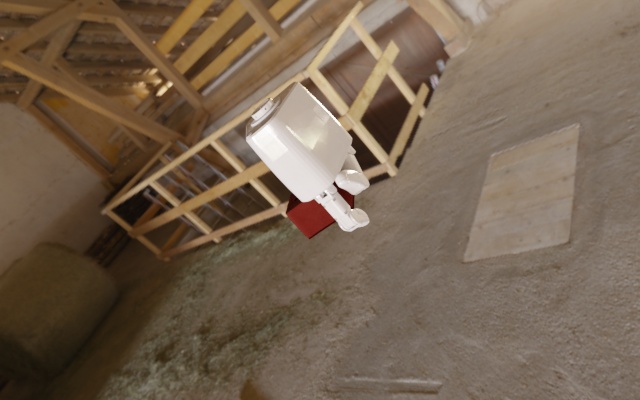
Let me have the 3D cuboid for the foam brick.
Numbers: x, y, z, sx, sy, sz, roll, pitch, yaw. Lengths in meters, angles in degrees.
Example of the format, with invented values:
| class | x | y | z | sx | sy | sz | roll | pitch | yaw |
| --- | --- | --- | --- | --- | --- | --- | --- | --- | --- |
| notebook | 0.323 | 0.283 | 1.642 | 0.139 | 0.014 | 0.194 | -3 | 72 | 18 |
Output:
| class | x | y | z | sx | sy | sz | roll | pitch | yaw |
| --- | --- | --- | --- | --- | --- | --- | --- | --- | --- |
| foam brick | 0.000 | 0.002 | 0.632 | 0.078 | 0.051 | 0.053 | -35 | 23 | 24 |
